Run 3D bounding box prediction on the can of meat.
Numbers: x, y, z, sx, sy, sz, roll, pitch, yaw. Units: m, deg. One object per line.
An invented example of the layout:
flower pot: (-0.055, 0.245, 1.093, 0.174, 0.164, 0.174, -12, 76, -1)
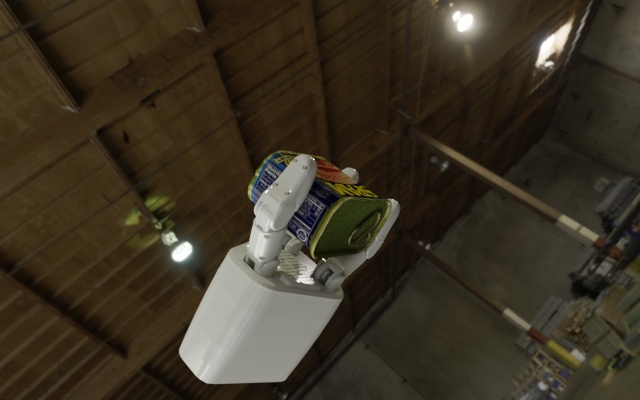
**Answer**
can of meat: (0.000, 0.001, 0.413, 0.084, 0.057, 0.102, 37, 18, 28)
